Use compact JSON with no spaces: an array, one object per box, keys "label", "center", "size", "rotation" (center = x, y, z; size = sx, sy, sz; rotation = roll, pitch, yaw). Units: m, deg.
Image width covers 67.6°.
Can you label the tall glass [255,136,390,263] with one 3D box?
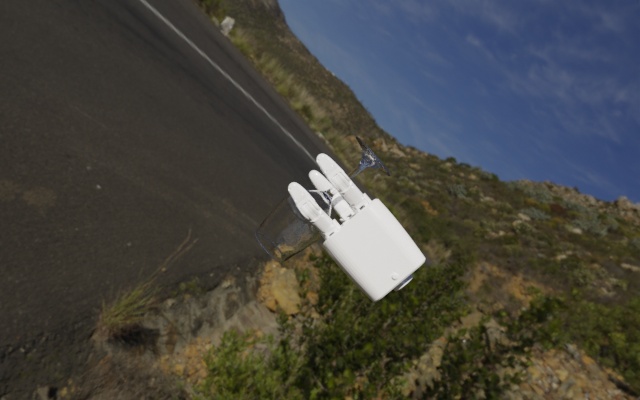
[{"label":"tall glass","center":[0.001,0.002,0.683],"size":[0.201,0.079,0.079],"rotation":[-41,-4,5]}]
